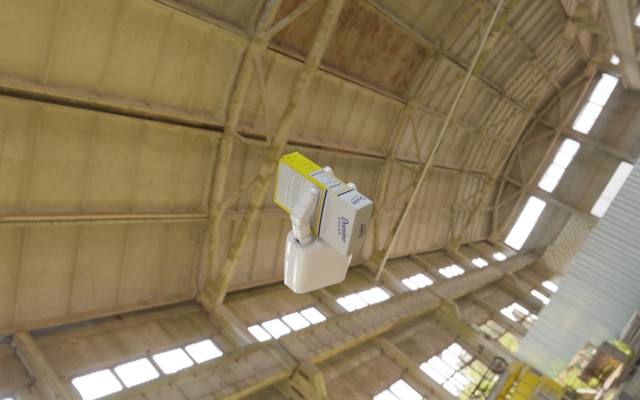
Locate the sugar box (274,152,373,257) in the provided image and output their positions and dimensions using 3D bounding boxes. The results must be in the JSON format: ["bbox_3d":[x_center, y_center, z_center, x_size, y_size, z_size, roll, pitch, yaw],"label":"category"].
[{"bbox_3d":[0.000,0.002,0.767,0.176,0.093,0.048,34,41,31],"label":"sugar box"}]
